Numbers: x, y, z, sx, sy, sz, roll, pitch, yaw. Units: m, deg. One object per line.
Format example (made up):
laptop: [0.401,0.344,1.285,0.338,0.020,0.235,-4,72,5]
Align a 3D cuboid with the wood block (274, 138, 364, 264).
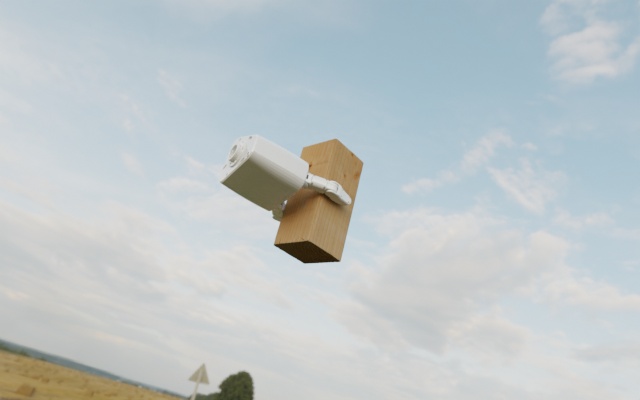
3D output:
wood block: [0.000,0.003,0.873,0.091,0.206,0.090,-9,-35,41]
